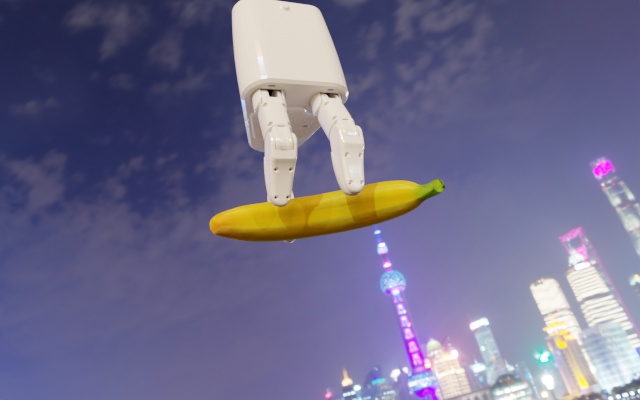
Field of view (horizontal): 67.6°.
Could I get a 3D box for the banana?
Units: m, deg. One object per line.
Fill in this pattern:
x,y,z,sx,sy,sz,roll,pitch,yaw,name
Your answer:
0.005,0.007,0.425,0.198,0.037,0.070,-12,-22,0,banana
